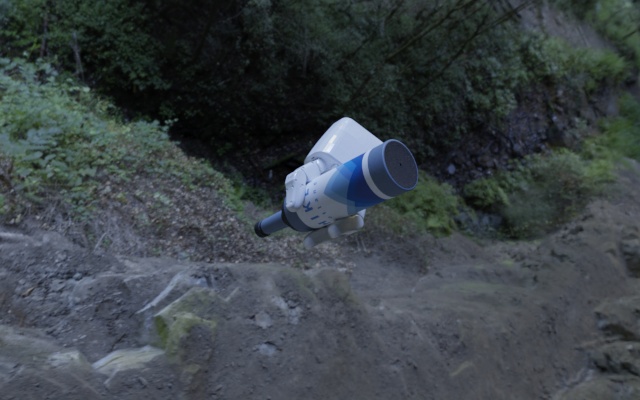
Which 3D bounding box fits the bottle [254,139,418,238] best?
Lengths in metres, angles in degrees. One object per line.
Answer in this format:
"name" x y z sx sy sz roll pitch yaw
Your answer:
"bottle" 0.000 0.002 0.676 0.069 0.069 0.296 0 -18 -44
